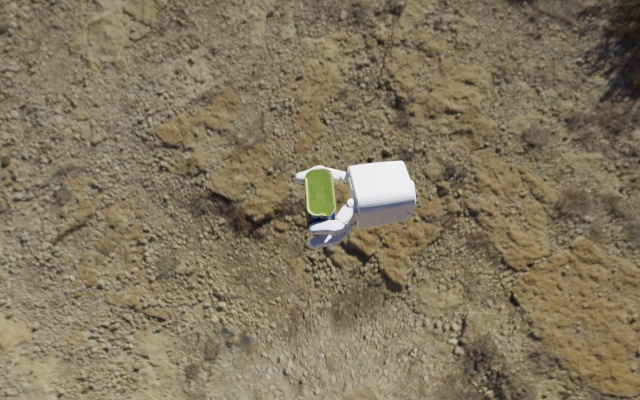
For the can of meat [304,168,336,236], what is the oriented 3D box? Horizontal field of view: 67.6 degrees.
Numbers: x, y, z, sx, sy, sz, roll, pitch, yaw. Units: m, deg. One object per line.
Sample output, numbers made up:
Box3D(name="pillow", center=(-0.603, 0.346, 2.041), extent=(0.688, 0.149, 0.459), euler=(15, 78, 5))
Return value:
Box3D(name="can of meat", center=(0.000, 0.003, 0.874), extent=(0.057, 0.102, 0.084), euler=(-5, -27, -1))
